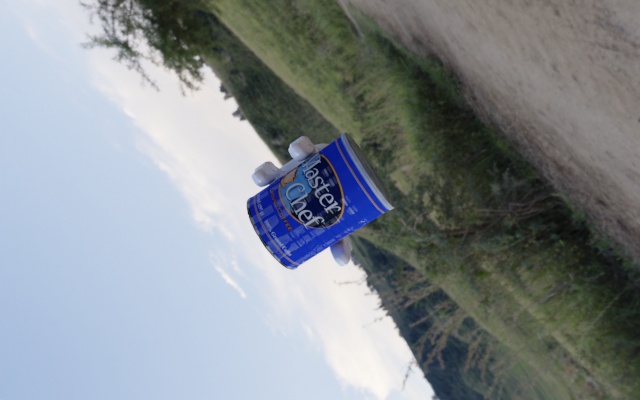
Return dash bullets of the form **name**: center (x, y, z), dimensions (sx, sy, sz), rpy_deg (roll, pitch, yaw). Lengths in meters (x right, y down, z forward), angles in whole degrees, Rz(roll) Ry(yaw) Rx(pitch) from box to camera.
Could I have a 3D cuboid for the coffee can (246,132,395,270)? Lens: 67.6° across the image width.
- **coffee can**: center (0.000, 0.002, 0.558), dimensions (0.140, 0.103, 0.103), rpy_deg (-33, -8, 12)
